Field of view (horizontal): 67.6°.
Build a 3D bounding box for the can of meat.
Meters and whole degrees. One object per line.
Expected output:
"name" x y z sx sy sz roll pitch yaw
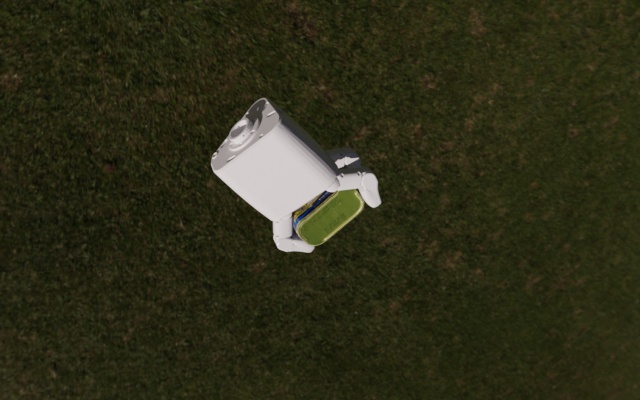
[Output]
"can of meat" 0.000 0.002 0.652 0.057 0.102 0.084 46 5 -36
